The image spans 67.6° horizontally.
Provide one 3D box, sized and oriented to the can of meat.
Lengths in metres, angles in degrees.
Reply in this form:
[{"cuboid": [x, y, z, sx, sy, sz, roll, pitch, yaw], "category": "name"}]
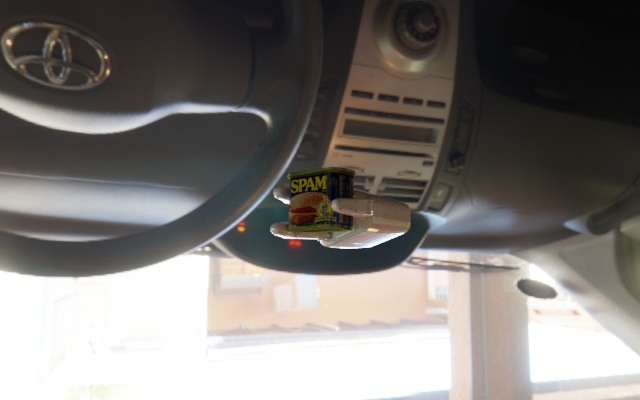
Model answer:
[{"cuboid": [0.000, 0.003, 0.681, 0.102, 0.084, 0.057, -6, -11, 41], "category": "can of meat"}]
